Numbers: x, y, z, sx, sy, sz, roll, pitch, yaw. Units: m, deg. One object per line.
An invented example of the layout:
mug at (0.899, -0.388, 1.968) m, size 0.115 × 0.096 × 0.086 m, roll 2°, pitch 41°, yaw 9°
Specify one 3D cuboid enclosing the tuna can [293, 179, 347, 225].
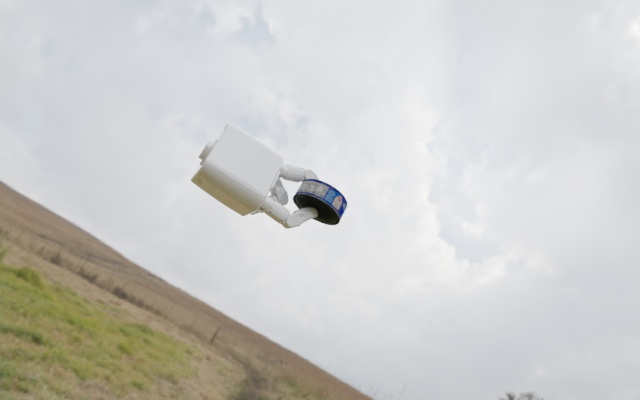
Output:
tuna can at (0.000, 0.002, 0.777) m, size 0.086 × 0.033 × 0.086 m, roll 24°, pitch -24°, yaw 12°
